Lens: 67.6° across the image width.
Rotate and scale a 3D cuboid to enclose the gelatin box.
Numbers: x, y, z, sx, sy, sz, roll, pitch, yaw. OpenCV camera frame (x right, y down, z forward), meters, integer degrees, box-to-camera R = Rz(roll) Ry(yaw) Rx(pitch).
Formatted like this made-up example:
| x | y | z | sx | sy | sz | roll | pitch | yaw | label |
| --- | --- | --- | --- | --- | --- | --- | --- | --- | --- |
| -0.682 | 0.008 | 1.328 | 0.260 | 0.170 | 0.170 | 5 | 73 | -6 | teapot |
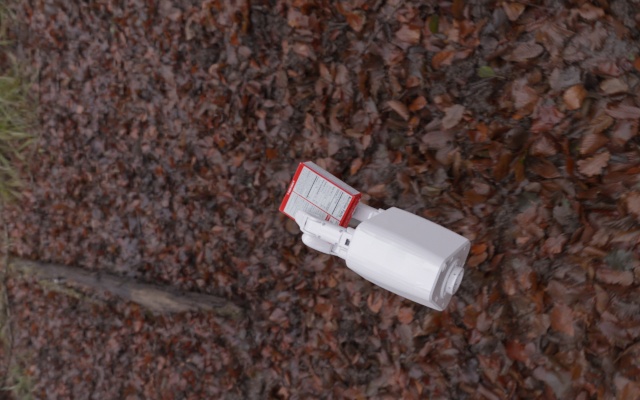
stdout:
| x | y | z | sx | sy | sz | roll | pitch | yaw | label |
| --- | --- | --- | --- | --- | --- | --- | --- | --- | --- |
| 0.000 | 0.002 | 0.615 | 0.089 | 0.073 | 0.030 | 33 | 22 | 18 | gelatin box |
